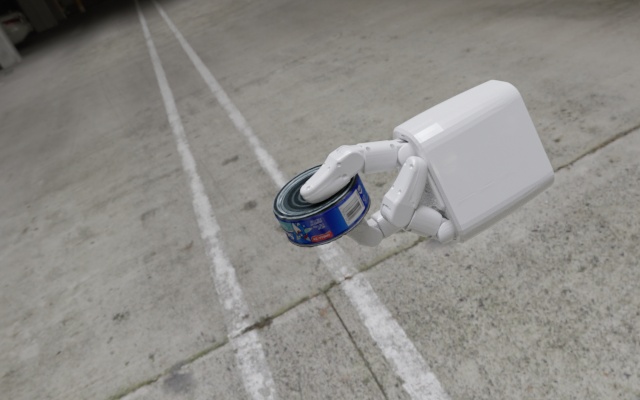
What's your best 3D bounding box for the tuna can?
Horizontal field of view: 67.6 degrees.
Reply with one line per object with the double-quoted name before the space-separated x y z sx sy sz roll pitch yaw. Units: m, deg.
"tuna can" 0.000 0.001 0.437 0.086 0.034 0.086 -21 30 13
